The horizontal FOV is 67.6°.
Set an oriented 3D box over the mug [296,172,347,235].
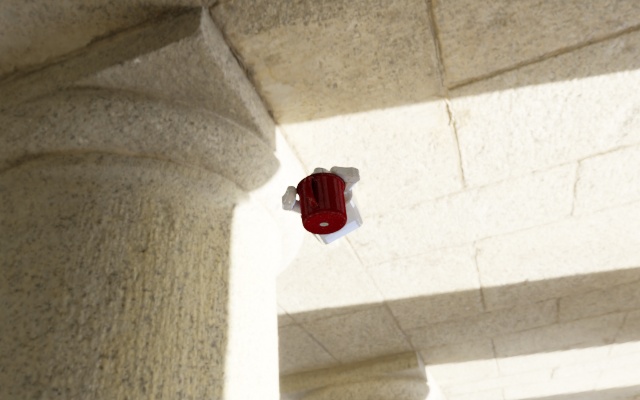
[{"bbox_3d":[0.000,0.002,0.852,0.093,0.081,0.117,-16,-36,13],"label":"mug"}]
